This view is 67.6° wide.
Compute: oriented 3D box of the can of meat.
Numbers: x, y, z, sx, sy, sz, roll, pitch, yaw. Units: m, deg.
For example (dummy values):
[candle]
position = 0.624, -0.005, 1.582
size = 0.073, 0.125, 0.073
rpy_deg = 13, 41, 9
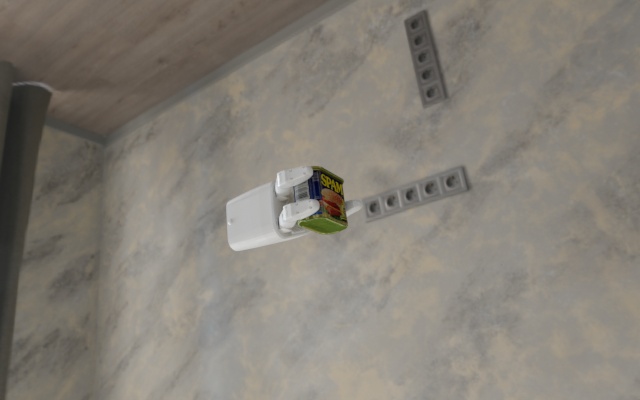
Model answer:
[can of meat]
position = 0.000, 0.003, 0.758
size = 0.057, 0.084, 0.102
rpy_deg = -17, -22, 27
